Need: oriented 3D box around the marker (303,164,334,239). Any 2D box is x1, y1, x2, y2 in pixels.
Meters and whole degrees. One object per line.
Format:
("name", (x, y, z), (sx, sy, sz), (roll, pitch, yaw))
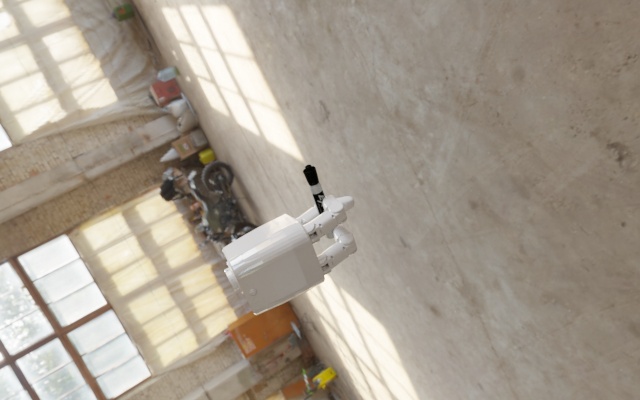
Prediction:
("marker", (0.000, 0.002, 0.692), (0.020, 0.121, 0.020), (-15, 29, 8))
